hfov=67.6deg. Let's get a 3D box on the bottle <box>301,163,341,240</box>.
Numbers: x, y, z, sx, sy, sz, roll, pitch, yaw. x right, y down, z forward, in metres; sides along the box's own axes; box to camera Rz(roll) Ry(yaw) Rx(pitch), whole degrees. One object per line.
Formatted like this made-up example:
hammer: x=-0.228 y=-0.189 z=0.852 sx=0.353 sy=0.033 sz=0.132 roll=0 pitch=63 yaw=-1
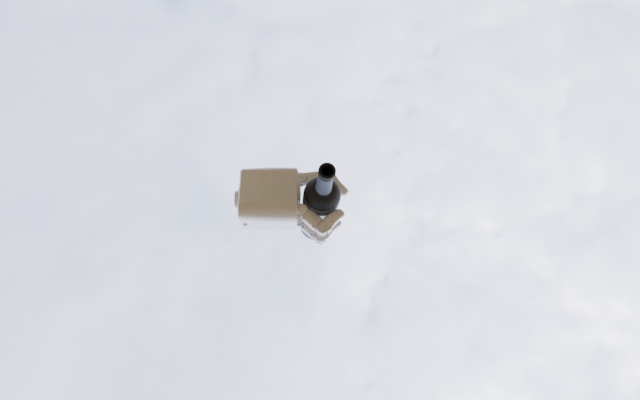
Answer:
bottle: x=0.000 y=0.003 z=0.875 sx=0.069 sy=0.069 sz=0.296 roll=0 pitch=-20 yaw=-4
